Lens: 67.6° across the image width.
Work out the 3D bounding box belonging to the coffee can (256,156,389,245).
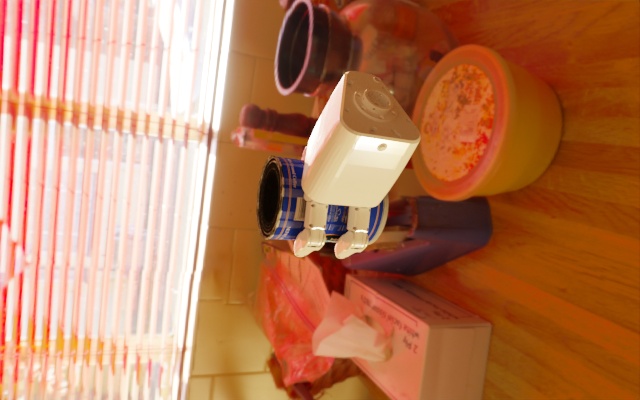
[{"bbox_3d":[0.000,0.002,0.606,0.140,0.103,0.103,5,-2,-23],"label":"coffee can"}]
